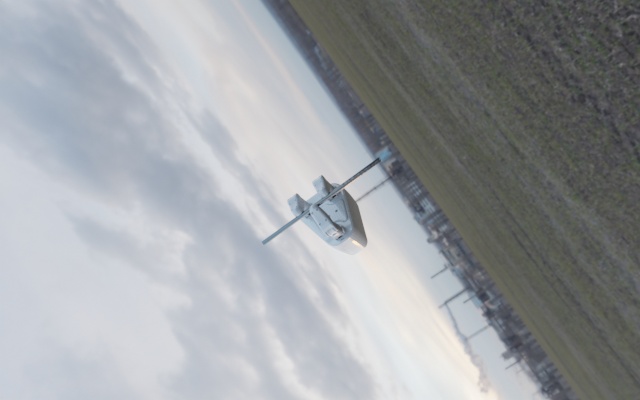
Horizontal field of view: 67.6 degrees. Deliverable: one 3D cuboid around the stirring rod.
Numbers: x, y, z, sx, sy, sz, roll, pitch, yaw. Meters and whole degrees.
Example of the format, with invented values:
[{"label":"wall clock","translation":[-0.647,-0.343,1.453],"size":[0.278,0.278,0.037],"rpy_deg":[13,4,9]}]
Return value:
[{"label":"stirring rod","translation":[0.000,0.003,0.785],"size":[0.239,0.011,0.011],"rpy_deg":[-36,-6,9]}]
